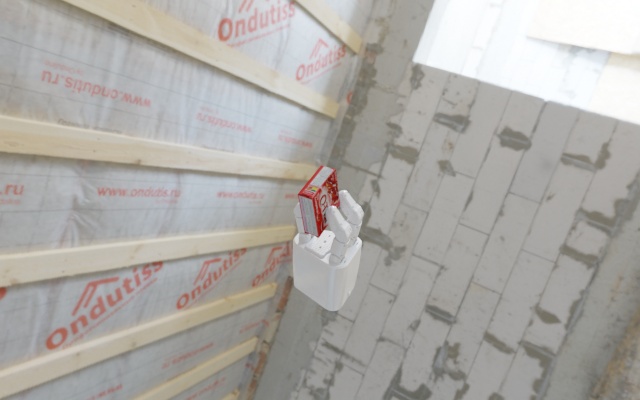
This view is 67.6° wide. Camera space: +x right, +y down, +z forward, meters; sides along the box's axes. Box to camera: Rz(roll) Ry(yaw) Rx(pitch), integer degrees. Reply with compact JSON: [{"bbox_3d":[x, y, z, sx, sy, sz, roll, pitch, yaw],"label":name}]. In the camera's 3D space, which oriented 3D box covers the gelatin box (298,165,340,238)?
[{"bbox_3d":[0.000,0.002,0.747,0.030,0.089,0.073,17,49,25],"label":"gelatin box"}]
